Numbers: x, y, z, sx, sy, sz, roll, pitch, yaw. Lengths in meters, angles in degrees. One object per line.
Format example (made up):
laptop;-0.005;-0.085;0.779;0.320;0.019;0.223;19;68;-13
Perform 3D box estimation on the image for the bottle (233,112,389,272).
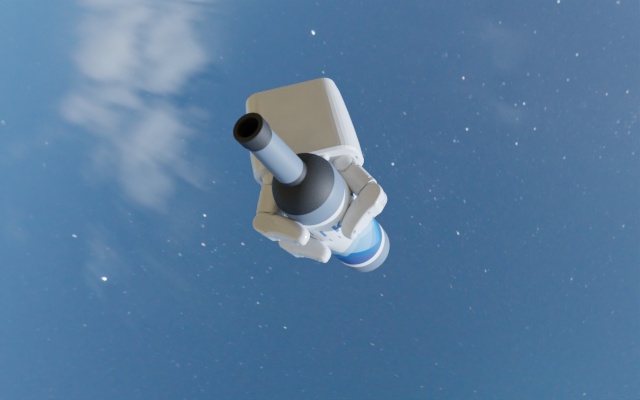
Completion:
bottle;0.000;0.002;0.492;0.069;0.069;0.296;0;-24;25
